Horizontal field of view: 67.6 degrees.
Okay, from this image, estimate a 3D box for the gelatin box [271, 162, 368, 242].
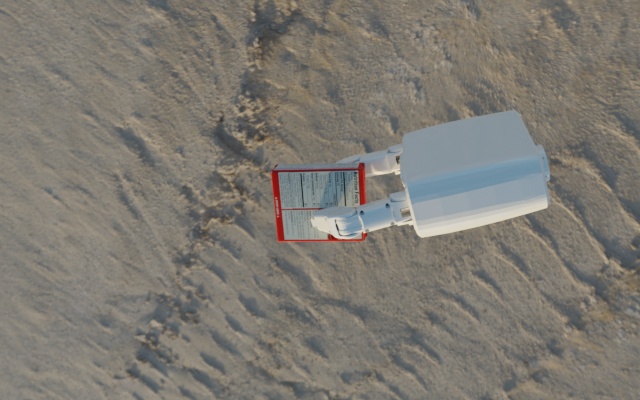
[{"bbox_3d":[0.000,0.002,0.463,0.089,0.073,0.030,-1,18,9],"label":"gelatin box"}]
